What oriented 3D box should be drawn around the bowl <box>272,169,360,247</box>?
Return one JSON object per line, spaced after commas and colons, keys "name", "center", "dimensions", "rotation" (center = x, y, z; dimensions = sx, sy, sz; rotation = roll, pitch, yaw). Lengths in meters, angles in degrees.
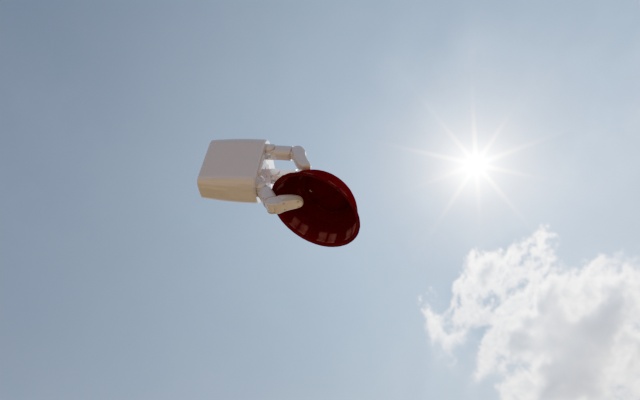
{"name": "bowl", "center": [0.002, 0.003, 0.801], "dimensions": [0.162, 0.162, 0.055], "rotation": [0, 39, 33]}
